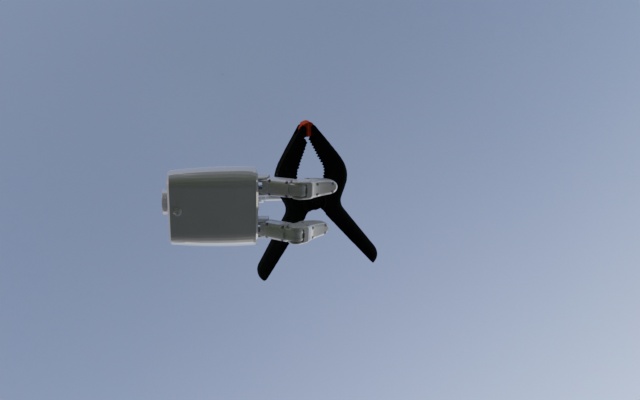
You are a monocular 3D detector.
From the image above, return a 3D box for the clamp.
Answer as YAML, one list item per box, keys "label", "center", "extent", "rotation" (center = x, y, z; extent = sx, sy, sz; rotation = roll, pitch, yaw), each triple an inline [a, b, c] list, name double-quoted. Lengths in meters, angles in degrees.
- label: "clamp"
  center: [0.000, 0.001, 0.625]
  extent: [0.164, 0.210, 0.036]
  rotation: [-1, 15, -14]
